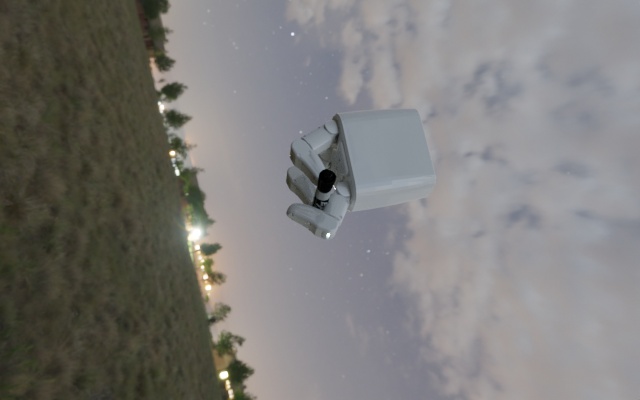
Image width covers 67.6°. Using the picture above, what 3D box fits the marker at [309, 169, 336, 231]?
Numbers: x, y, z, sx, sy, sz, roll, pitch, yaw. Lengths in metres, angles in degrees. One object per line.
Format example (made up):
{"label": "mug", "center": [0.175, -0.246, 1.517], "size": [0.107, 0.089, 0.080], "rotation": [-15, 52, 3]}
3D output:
{"label": "marker", "center": [0.000, 0.002, 0.548], "size": [0.020, 0.020, 0.121], "rotation": [0, -30, -9]}
